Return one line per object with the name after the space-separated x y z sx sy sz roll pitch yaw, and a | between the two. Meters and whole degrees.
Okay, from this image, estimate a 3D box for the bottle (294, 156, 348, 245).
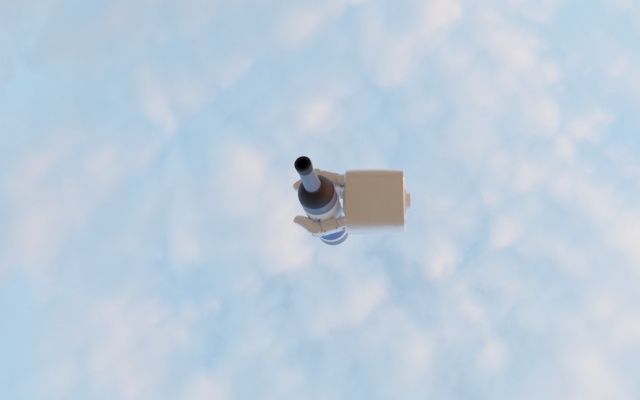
0.000 0.003 0.863 0.069 0.069 0.296 0 -24 12 | bottle
